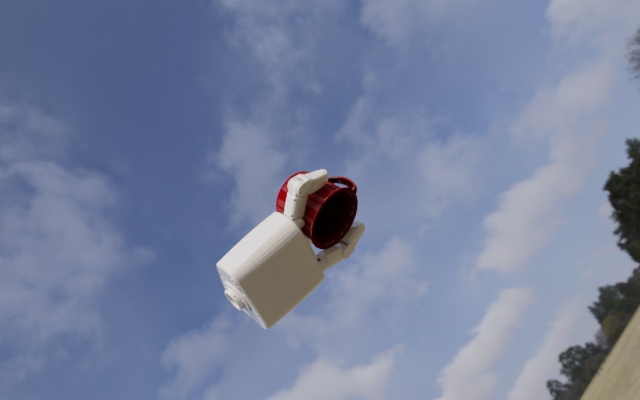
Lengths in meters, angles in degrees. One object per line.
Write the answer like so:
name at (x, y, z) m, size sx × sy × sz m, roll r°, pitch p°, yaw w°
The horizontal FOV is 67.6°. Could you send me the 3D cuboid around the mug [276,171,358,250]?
mug at (0.001, 0.001, 0.676) m, size 0.081 × 0.093 × 0.117 m, roll 29°, pitch 57°, yaw 35°
